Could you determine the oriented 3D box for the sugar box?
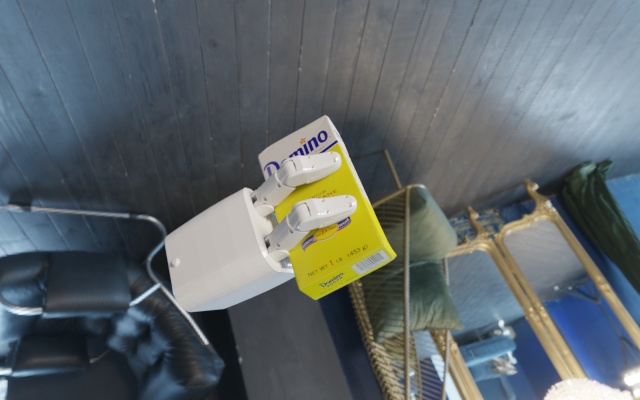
[{"bbox_3d":[0.000,0.002,0.494,0.093,0.176,0.048,-29,-32,10],"label":"sugar box"}]
